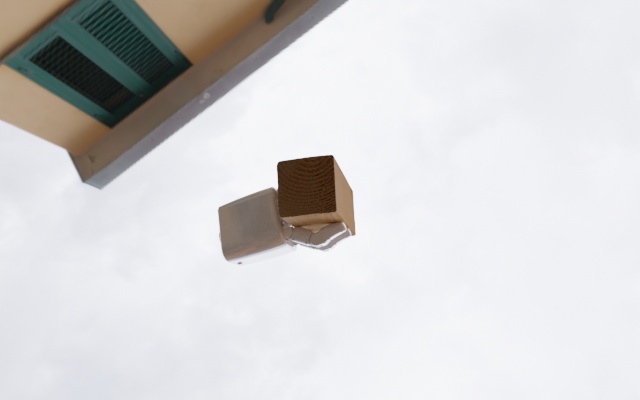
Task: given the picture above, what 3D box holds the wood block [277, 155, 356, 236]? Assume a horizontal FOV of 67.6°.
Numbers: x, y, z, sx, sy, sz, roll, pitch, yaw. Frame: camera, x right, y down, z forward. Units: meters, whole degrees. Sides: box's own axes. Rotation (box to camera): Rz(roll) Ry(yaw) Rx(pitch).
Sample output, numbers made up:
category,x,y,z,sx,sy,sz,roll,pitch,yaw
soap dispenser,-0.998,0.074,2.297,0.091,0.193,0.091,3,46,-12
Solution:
category,x,y,z,sx,sy,sz,roll,pitch,yaw
wood block,0.000,0.002,0.801,0.090,0.090,0.206,-6,-15,10
